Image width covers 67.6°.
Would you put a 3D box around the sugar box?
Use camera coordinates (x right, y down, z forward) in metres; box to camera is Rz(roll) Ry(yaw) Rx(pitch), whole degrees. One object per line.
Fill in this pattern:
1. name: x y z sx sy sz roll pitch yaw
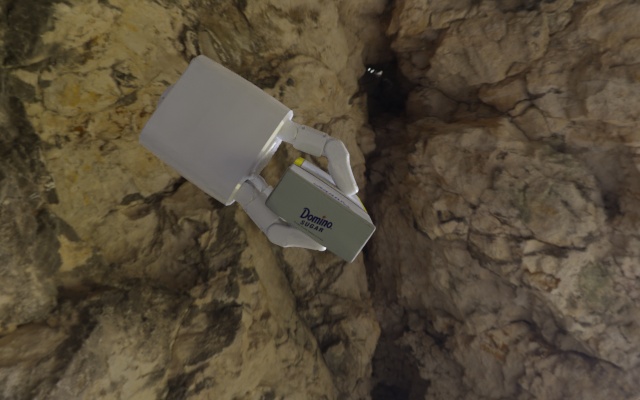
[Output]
1. sugar box: 0.000 0.002 0.488 0.093 0.048 0.176 34 9 -4
